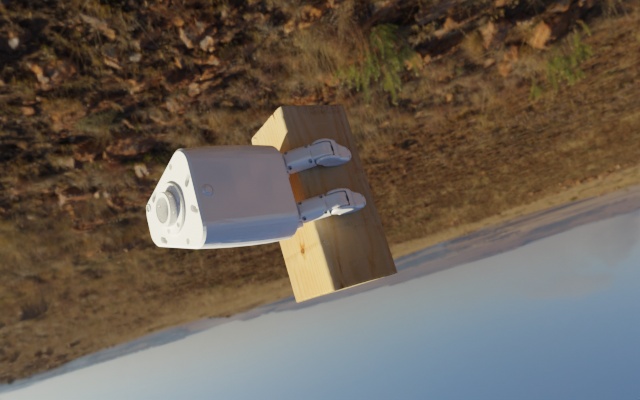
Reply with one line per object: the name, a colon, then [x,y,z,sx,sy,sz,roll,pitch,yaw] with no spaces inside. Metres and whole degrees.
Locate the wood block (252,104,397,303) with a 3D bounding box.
wood block: [0.000,0.002,0.556,0.090,0.206,0.091,-9,-13,-33]
